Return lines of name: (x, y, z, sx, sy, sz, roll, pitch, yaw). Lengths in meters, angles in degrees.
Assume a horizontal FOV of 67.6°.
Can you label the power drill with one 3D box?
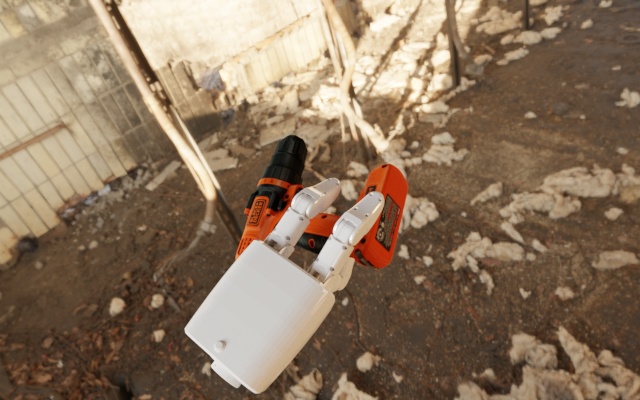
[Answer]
power drill: (0.000, 0.002, 0.539, 0.187, 0.184, 0.057, -1, -26, 37)
